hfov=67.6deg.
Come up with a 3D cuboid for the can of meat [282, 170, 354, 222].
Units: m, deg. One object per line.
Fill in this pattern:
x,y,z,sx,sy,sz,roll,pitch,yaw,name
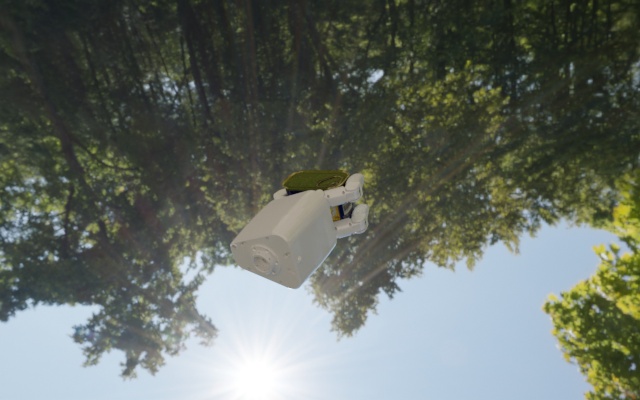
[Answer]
0.000,0.003,0.740,0.102,0.084,0.057,2,31,27,can of meat
